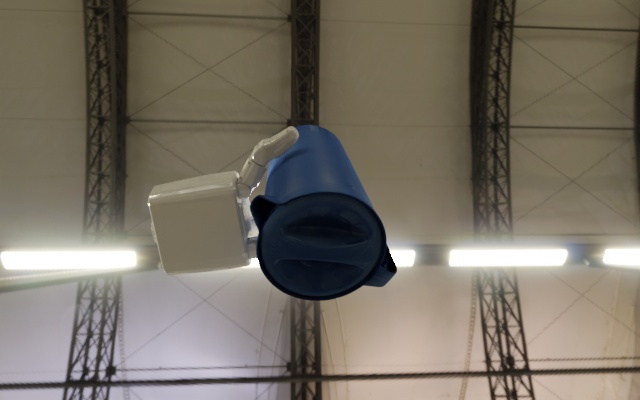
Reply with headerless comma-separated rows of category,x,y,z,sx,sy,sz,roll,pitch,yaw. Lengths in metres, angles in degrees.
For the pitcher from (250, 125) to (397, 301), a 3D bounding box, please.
pitcher,0.000,0.002,0.586,0.145,0.149,0.242,-11,29,1
